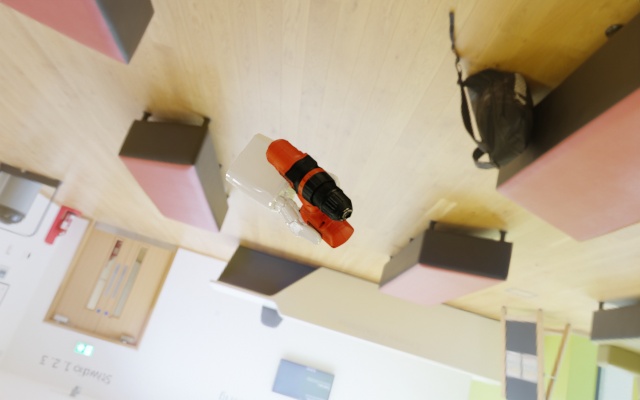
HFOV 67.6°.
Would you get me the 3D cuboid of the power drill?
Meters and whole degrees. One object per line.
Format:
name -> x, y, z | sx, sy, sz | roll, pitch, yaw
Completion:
power drill -> 0.000, 0.003, 0.765 | 0.184, 0.057, 0.188 | 45, -12, 33
